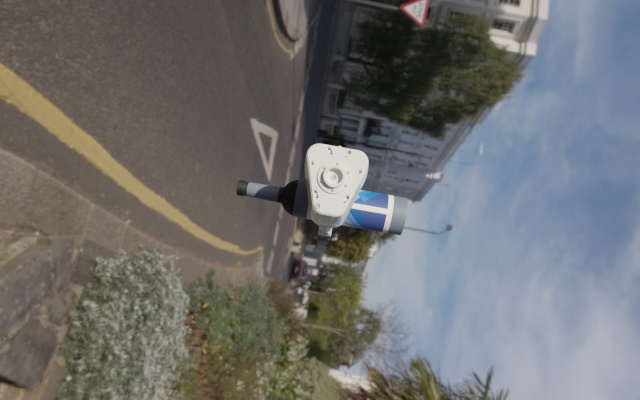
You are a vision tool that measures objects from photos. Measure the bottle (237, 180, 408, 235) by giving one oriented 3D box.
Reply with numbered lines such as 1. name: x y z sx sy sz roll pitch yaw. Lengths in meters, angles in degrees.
1. bottle: 0.000 0.003 0.837 0.296 0.069 0.069 10 0 1
